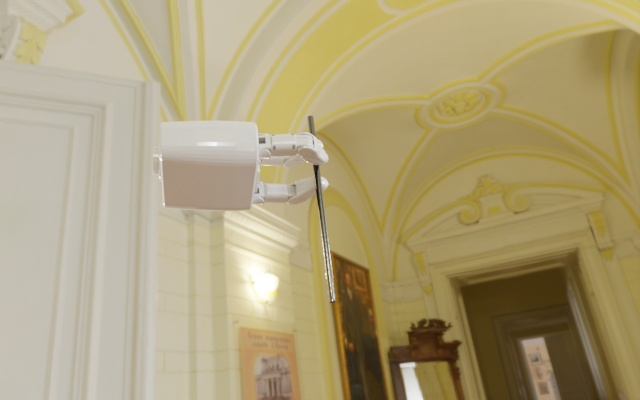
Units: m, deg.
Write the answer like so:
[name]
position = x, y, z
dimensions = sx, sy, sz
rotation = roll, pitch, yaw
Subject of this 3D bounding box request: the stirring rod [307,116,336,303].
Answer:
[stirring rod]
position = 0.000, 0.002, 0.573
dimensions = 0.011, 0.239, 0.011
rotation = -6, -23, -2
